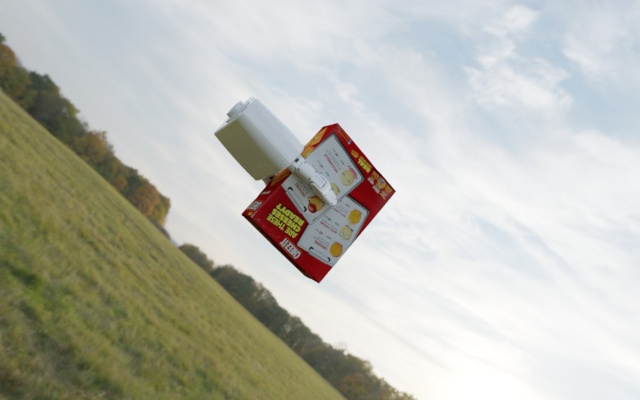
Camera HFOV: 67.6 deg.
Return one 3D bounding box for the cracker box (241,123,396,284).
[{"bbox_3d":[0.000,0.003,0.804,0.164,0.213,0.072,47,-16,-19],"label":"cracker box"}]
